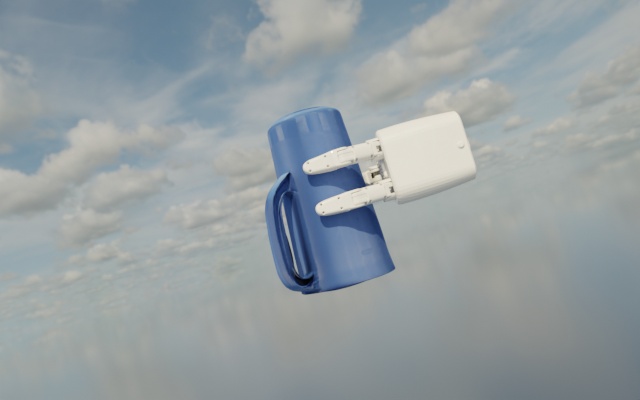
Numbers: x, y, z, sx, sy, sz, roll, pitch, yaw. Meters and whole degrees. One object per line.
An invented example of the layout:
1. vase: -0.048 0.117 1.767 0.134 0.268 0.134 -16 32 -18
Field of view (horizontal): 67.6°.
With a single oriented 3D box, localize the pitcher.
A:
1. pitcher: 0.000 0.002 0.654 0.145 0.243 0.149 -16 -4 4
